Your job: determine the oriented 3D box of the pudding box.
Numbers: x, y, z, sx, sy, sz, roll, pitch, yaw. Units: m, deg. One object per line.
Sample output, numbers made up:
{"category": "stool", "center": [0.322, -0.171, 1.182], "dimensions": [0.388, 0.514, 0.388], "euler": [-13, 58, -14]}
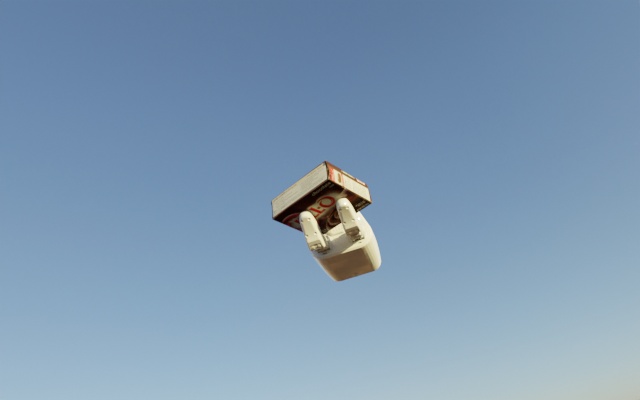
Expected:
{"category": "pudding box", "center": [0.000, 0.002, 0.667], "dimensions": [0.113, 0.039, 0.090], "euler": [-37, -43, 29]}
